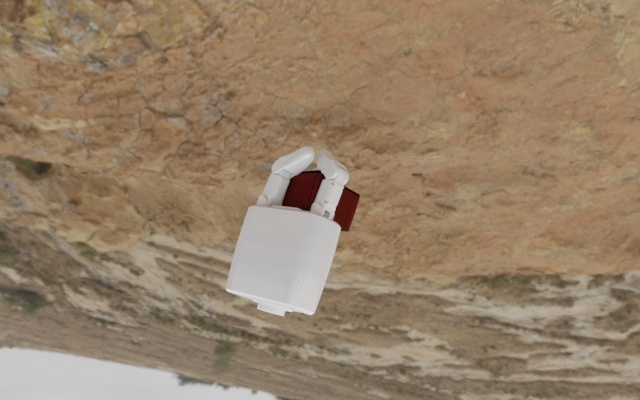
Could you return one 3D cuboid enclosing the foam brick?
[{"bbox_3d":[0.000,0.002,0.593,0.078,0.051,0.053,28,-19,-38],"label":"foam brick"}]
